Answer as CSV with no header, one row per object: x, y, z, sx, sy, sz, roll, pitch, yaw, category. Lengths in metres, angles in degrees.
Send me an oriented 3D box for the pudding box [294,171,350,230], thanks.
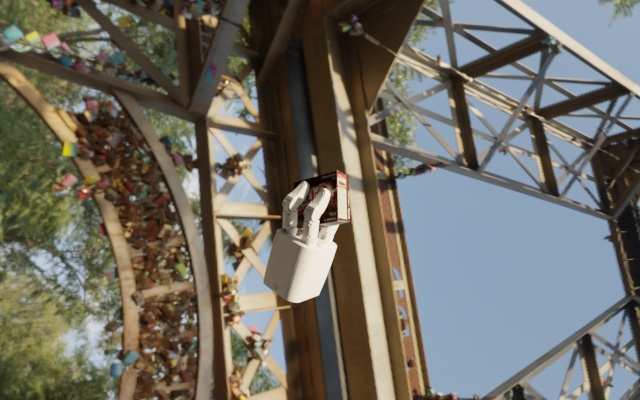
0.000,0.003,0.857,0.113,0.090,0.039,-12,-17,40,pudding box
